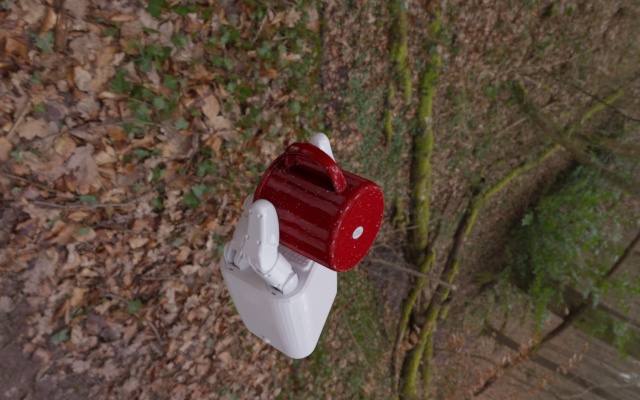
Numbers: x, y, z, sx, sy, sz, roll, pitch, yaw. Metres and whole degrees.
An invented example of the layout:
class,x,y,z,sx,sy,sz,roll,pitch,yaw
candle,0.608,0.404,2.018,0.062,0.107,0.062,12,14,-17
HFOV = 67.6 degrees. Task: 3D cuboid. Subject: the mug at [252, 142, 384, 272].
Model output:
class,x,y,z,sx,sy,sz,roll,pitch,yaw
mug,0.000,0.000,0.404,0.081,0.117,0.093,24,51,30
